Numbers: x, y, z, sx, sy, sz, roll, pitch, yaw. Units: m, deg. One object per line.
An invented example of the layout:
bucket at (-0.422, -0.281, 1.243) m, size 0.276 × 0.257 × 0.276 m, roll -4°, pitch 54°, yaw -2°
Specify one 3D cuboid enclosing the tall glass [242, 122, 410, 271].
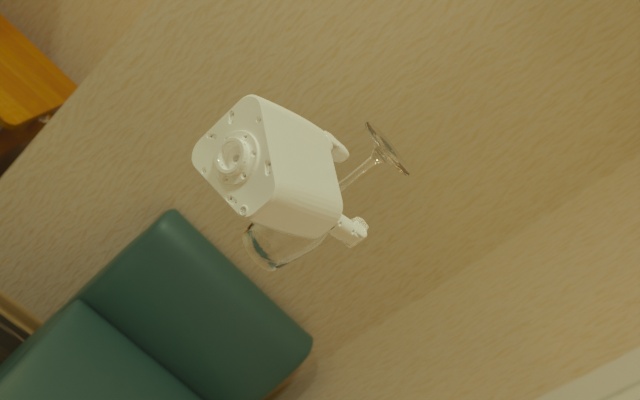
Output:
tall glass at (0.001, 0.001, 0.551) m, size 0.201 × 0.079 × 0.079 m, roll -39°, pitch -15°, yaw 19°
